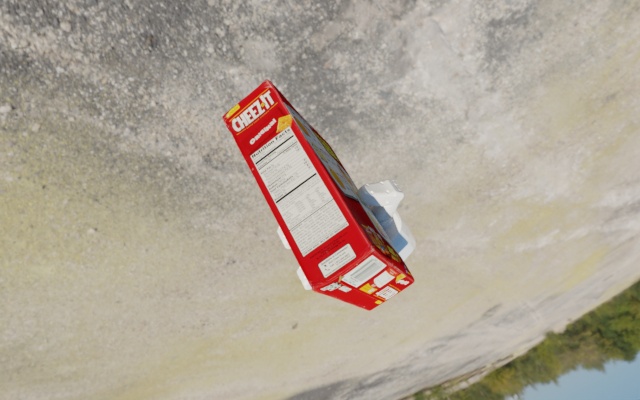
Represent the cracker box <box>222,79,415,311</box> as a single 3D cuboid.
[{"bbox_3d":[0.000,0.002,0.501,0.072,0.213,0.164,-36,-28,9],"label":"cracker box"}]
